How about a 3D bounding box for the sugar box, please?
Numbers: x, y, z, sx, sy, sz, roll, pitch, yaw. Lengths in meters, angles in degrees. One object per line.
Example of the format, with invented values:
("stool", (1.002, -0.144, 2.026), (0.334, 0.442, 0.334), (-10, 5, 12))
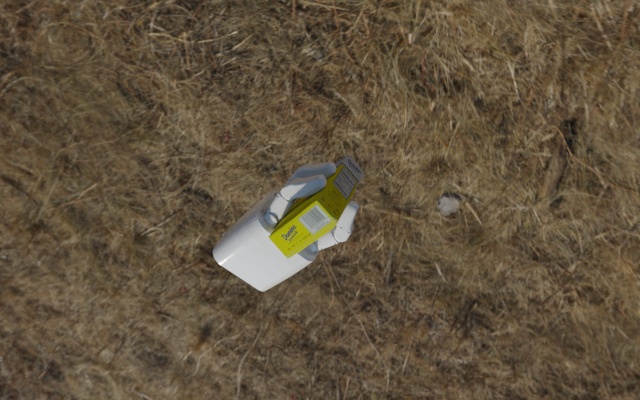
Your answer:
("sugar box", (0.000, 0.002, 0.668), (0.093, 0.048, 0.176), (-37, 12, 27))
